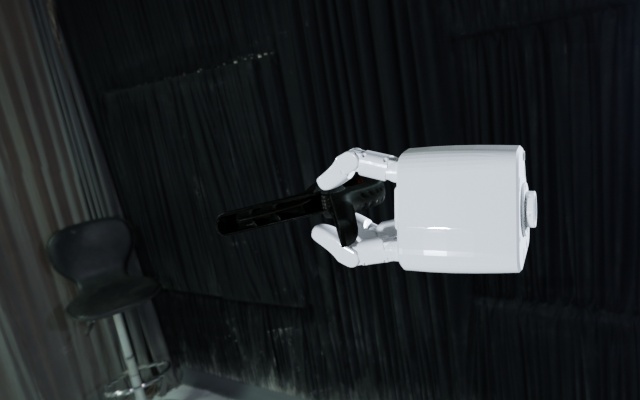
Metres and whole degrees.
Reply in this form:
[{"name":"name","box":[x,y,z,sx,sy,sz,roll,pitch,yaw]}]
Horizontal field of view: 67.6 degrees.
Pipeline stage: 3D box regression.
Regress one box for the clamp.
[{"name":"clamp","box":[0.000,0.001,0.526,0.164,0.036,0.210,0,17,28]}]
